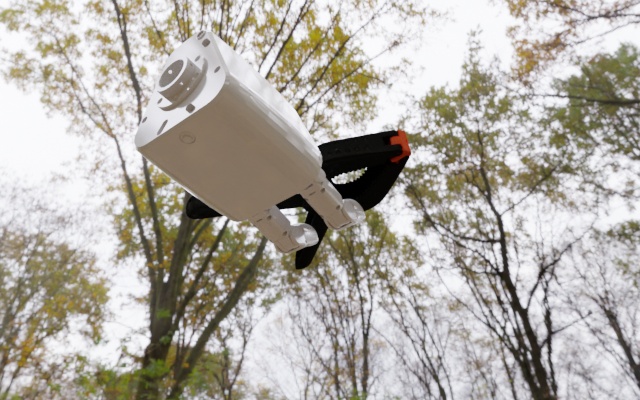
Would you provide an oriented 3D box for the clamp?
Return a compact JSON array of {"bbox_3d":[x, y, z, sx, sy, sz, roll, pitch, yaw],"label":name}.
[{"bbox_3d":[0.000,0.001,0.466,0.210,0.036,0.165,-26,-41,23],"label":"clamp"}]
